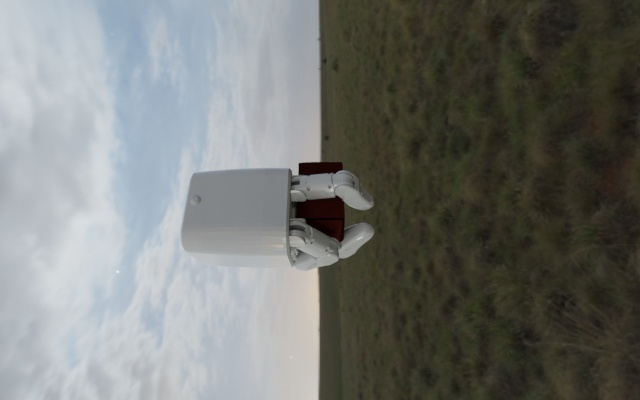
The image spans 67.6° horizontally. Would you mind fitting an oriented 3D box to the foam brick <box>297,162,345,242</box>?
[{"bbox_3d":[0.000,0.002,0.535,0.051,0.078,0.053,0,-34,1],"label":"foam brick"}]
